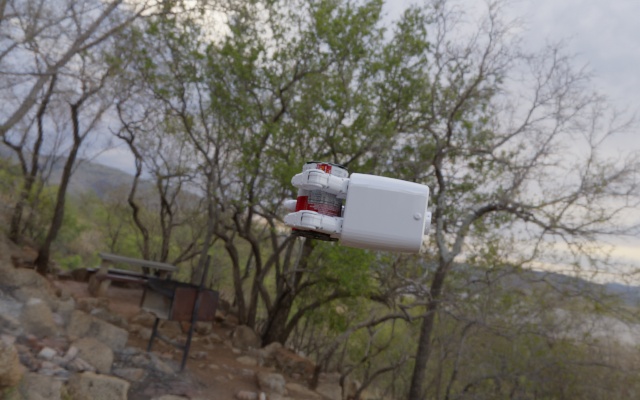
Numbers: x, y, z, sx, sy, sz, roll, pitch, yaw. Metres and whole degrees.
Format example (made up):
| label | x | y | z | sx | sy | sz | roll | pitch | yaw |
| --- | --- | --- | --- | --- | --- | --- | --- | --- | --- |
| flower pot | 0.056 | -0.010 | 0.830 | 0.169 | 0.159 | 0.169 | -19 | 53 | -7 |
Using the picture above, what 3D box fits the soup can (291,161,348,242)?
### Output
| label | x | y | z | sx | sy | sz | roll | pitch | yaw |
| --- | --- | --- | --- | --- | --- | --- | --- | --- | --- |
| soup can | 0.000 | 0.002 | 0.675 | 0.068 | 0.102 | 0.068 | 9 | -9 | 1 |
